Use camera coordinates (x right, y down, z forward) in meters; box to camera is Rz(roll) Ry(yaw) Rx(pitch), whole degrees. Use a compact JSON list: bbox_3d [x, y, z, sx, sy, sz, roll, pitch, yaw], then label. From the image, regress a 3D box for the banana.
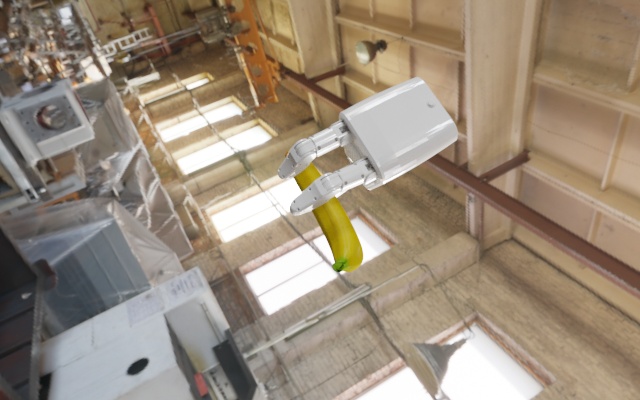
[{"bbox_3d":[0.008,0.014,0.564,0.037,0.197,0.070,-30,-42,4],"label":"banana"}]
